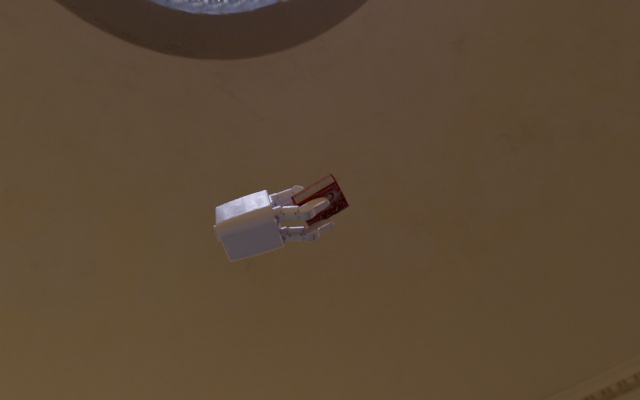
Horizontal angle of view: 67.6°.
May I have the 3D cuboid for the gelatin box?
[{"bbox_3d":[0.000,0.002,0.895,0.089,0.073,0.030,-31,42,-1],"label":"gelatin box"}]
